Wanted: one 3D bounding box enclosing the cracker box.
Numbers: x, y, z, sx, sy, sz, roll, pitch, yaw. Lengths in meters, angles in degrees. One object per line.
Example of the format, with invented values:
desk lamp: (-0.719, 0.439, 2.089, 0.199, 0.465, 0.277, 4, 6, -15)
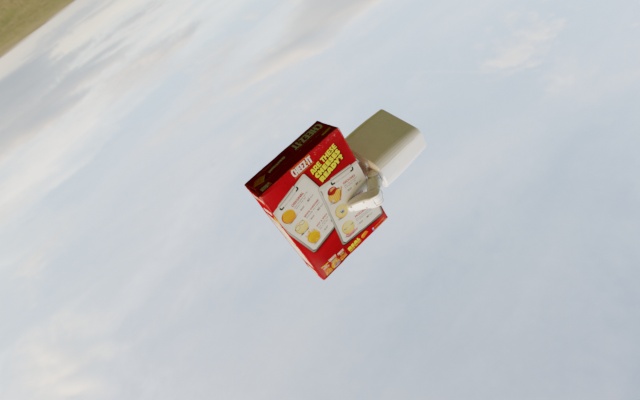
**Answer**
cracker box: (0.000, 0.003, 0.793, 0.164, 0.214, 0.072, -43, 37, -12)
